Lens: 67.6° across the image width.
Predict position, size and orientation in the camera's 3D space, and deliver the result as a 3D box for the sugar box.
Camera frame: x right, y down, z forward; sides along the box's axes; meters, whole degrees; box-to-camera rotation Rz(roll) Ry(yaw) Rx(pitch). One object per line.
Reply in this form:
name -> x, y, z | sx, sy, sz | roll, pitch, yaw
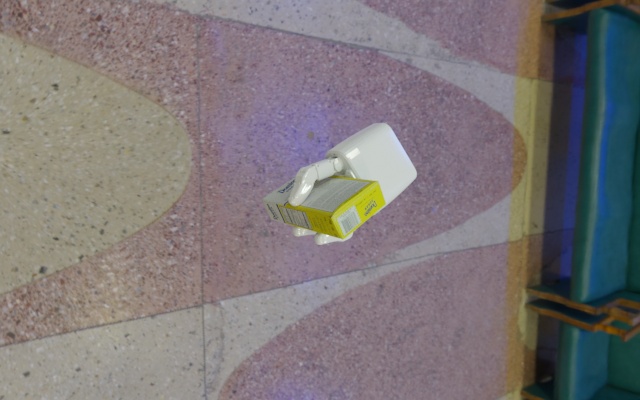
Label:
sugar box -> 0.000, 0.003, 0.706 | 0.093, 0.048, 0.176 | -36, 25, -28
